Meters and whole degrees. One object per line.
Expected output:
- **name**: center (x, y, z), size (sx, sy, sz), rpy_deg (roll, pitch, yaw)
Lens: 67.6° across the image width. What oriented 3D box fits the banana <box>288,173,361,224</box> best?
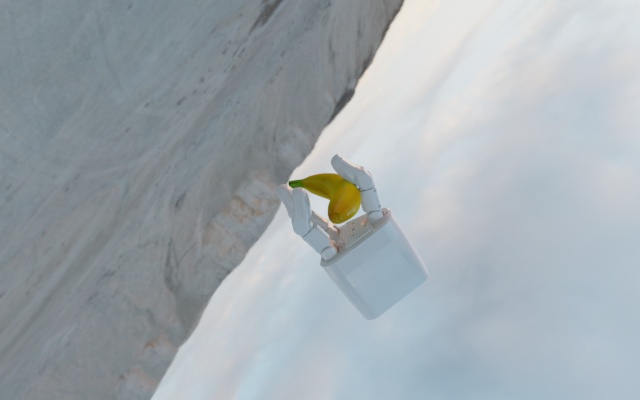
- **banana**: center (0.016, -0.006, 0.618), size (0.069, 0.037, 0.197), rpy_deg (-24, 17, -12)
